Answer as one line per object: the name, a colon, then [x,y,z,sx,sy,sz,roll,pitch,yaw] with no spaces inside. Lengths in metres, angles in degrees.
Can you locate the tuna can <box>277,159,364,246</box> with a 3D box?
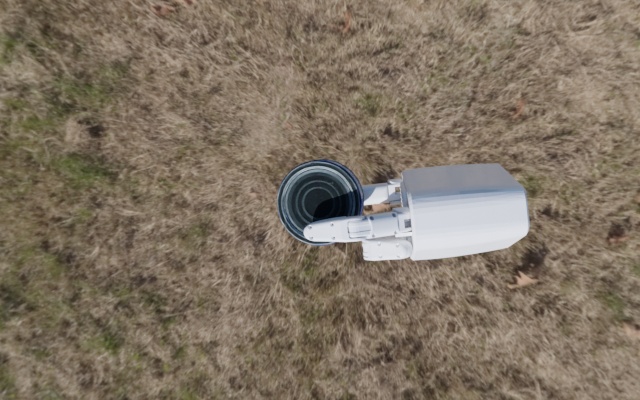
tuna can: [0.000,0.002,0.480,0.086,0.086,0.034,0,6,9]
